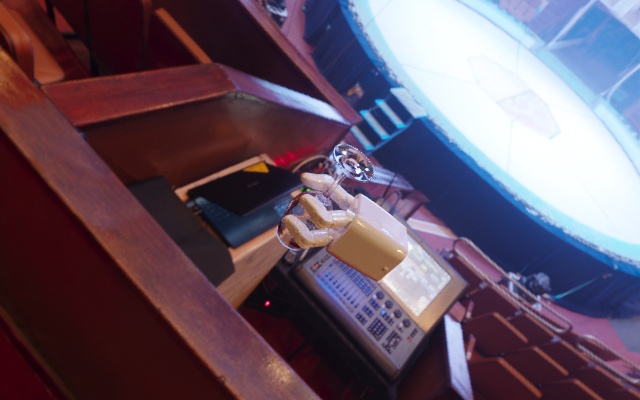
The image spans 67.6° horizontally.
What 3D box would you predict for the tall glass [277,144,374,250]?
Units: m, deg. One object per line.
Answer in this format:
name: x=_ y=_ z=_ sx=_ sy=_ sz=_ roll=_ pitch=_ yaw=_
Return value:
tall glass: x=0.000 y=0.002 z=0.779 sx=0.079 sy=0.079 sz=0.201 roll=0 pitch=-37 yaw=-39
